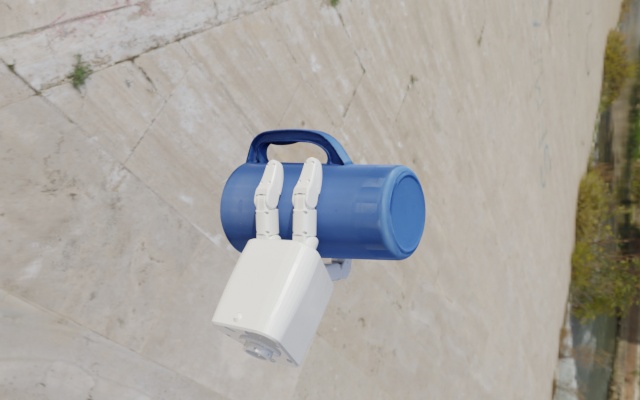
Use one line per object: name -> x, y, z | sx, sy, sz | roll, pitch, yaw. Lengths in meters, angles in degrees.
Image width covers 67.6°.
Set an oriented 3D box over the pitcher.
pitcher -> 0.000, 0.002, 0.600 | 0.243, 0.145, 0.149 | 0, -38, 36
